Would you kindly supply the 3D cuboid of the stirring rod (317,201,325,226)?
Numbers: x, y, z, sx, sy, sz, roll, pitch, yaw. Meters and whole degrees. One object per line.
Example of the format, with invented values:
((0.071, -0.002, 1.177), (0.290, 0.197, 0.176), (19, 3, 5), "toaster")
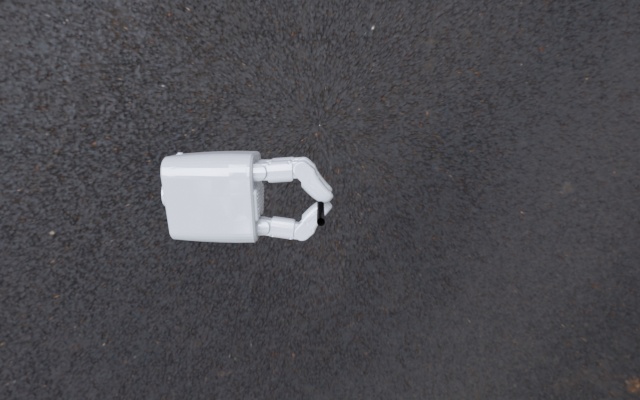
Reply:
((0.000, 0.002, 0.575), (0.011, 0.011, 0.239), (0, 9, 0), "stirring rod")
